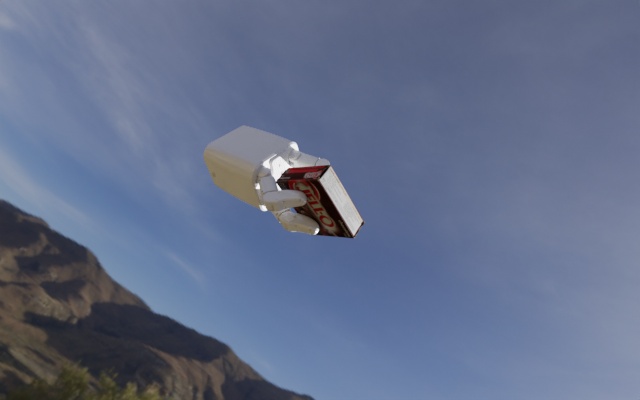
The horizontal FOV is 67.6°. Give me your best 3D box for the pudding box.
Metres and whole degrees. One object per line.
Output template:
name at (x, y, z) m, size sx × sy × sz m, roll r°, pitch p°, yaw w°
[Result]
pudding box at (0.000, 0.002, 0.693) m, size 0.090 × 0.113 × 0.039 m, roll 1°, pitch 45°, yaw 47°
